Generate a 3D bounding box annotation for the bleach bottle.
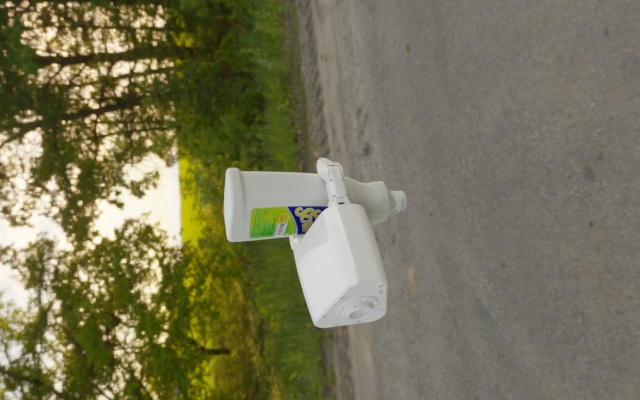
[{"bbox_3d":[0.000,0.002,0.646,0.251,0.068,0.103,-3,-39,-17],"label":"bleach bottle"}]
